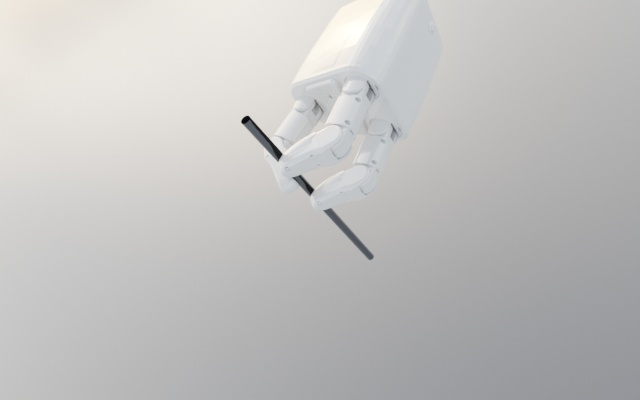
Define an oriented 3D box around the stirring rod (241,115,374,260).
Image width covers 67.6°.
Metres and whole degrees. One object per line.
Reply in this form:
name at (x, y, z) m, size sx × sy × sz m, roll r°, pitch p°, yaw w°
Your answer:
stirring rod at (0.000, 0.001, 0.438) m, size 0.011 × 0.011 × 0.240 m, roll 0°, pitch -30°, yaw 32°
